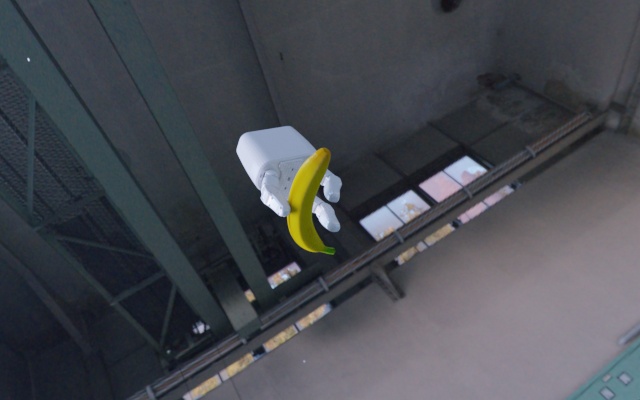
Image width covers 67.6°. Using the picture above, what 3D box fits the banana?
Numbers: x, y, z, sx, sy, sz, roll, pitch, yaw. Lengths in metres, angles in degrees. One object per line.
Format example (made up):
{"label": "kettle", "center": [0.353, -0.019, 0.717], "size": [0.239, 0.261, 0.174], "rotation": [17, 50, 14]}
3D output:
{"label": "banana", "center": [-0.017, 0.010, 0.706], "size": [0.069, 0.198, 0.037], "rotation": [-17, 42, -16]}
